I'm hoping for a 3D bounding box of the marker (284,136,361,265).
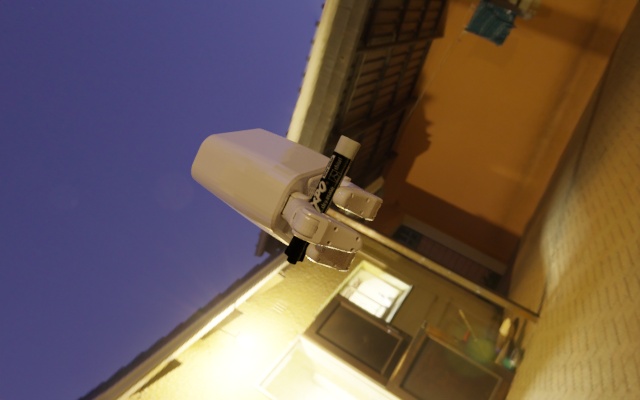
[{"bbox_3d":[0.000,0.001,0.419,0.020,0.121,0.020,26,7,-3],"label":"marker"}]
